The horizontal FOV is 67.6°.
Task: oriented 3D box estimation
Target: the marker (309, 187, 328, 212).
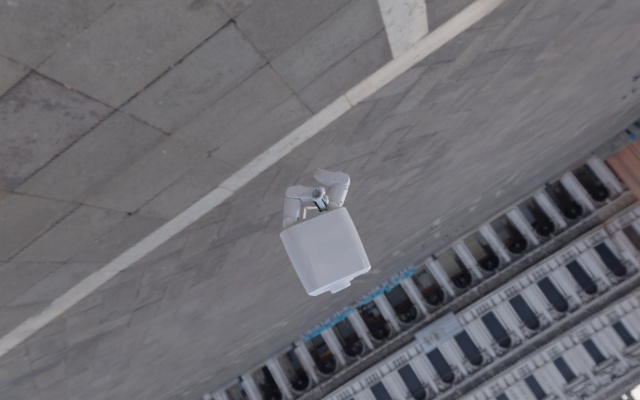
[{"bbox_3d":[0.000,0.002,0.730,0.020,0.020,0.121,0,-12,6],"label":"marker"}]
